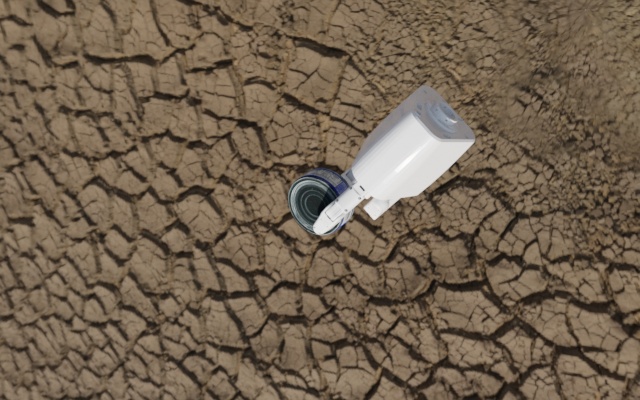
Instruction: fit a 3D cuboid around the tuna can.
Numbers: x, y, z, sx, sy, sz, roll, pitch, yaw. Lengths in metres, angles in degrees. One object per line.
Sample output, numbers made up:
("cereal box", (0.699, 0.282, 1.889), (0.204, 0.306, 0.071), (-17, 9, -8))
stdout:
("tuna can", (0.000, 0.002, 0.633), (0.086, 0.086, 0.033), (0, 23, 34))
